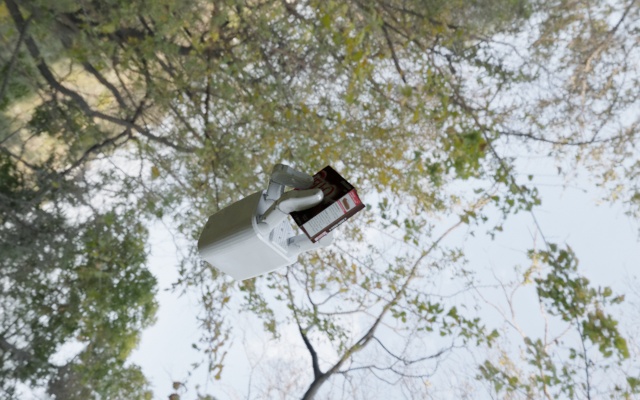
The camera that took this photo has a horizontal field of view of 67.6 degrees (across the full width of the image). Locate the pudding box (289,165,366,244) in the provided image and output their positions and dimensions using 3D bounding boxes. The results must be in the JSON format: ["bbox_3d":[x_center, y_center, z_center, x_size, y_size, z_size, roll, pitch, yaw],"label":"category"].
[{"bbox_3d":[0.000,0.002,0.663,0.090,0.039,0.113,-36,29,-3],"label":"pudding box"}]
